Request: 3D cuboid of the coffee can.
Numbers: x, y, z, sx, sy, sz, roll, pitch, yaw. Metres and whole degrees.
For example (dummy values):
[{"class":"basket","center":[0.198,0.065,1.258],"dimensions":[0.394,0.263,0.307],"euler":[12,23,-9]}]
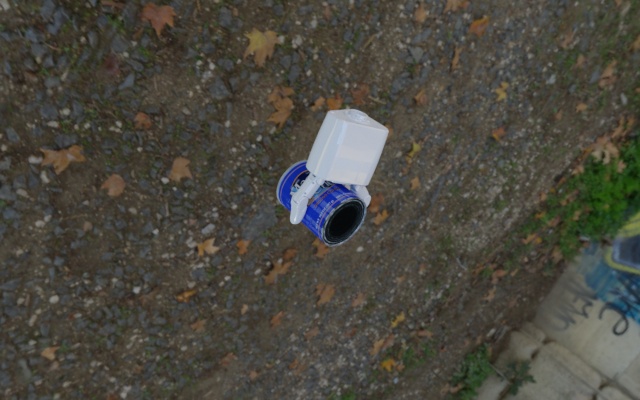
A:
[{"class":"coffee can","center":[0.000,0.003,0.877],"dimensions":[0.103,0.103,0.140],"euler":[0,31,-46]}]
